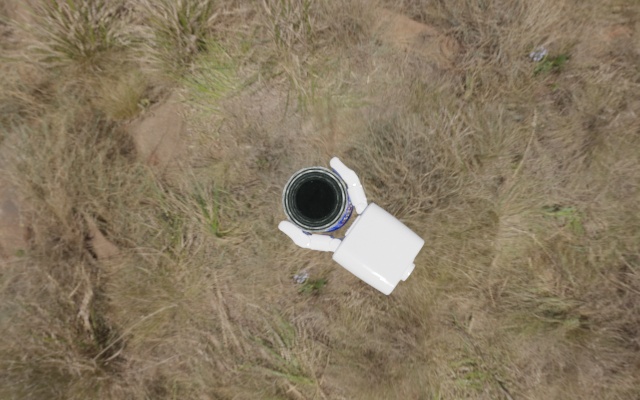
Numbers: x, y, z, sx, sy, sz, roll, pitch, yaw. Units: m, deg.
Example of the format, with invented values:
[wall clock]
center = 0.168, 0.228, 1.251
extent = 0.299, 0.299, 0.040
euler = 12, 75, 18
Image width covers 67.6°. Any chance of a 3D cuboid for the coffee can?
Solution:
[coffee can]
center = 0.000, 0.002, 0.799
extent = 0.103, 0.103, 0.140
euler = 0, -4, 8
